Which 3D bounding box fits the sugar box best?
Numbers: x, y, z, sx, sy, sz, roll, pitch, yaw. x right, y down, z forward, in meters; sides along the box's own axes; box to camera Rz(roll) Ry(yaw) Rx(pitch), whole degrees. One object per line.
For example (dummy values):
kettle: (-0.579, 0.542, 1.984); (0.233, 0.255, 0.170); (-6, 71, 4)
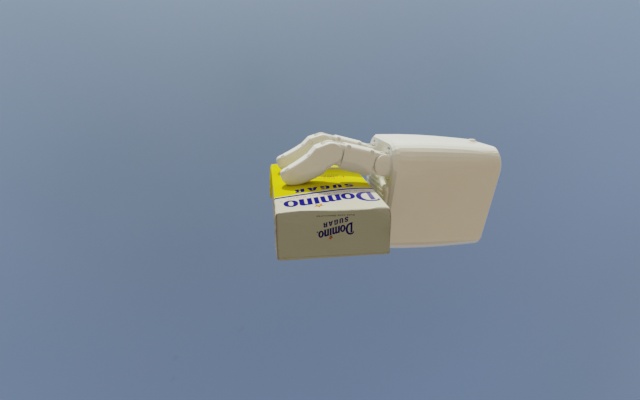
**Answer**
sugar box: (0.000, 0.001, 0.452); (0.093, 0.048, 0.176); (-3, 14, -7)
